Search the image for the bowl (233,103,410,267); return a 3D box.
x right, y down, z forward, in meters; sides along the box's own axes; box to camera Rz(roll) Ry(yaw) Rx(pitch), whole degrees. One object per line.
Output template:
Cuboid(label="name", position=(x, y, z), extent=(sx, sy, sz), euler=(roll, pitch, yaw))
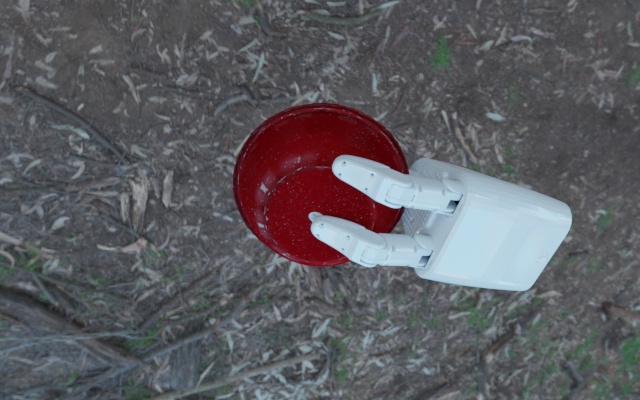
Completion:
Cuboid(label="bowl", position=(-0.001, 0.001, 0.413), extent=(0.162, 0.162, 0.055), euler=(0, 27, 1))
